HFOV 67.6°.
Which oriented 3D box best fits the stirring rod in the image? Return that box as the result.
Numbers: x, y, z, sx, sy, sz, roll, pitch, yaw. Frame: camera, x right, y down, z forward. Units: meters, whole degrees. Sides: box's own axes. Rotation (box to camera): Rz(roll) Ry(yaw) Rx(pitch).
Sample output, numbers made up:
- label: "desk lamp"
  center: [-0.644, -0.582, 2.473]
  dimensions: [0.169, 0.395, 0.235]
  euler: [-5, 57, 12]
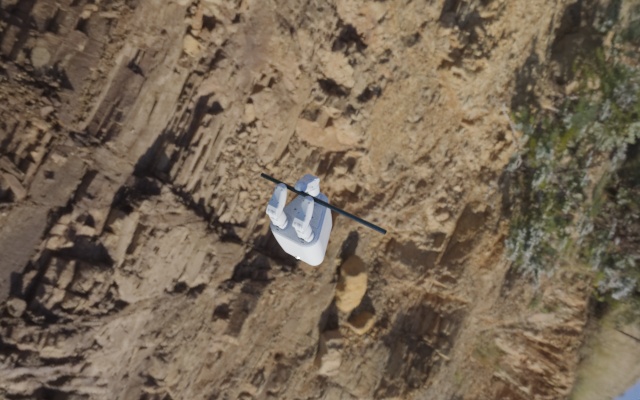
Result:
- label: "stirring rod"
  center: [0.000, 0.003, 0.791]
  dimensions: [0.239, 0.011, 0.011]
  euler: [25, 9, 20]
